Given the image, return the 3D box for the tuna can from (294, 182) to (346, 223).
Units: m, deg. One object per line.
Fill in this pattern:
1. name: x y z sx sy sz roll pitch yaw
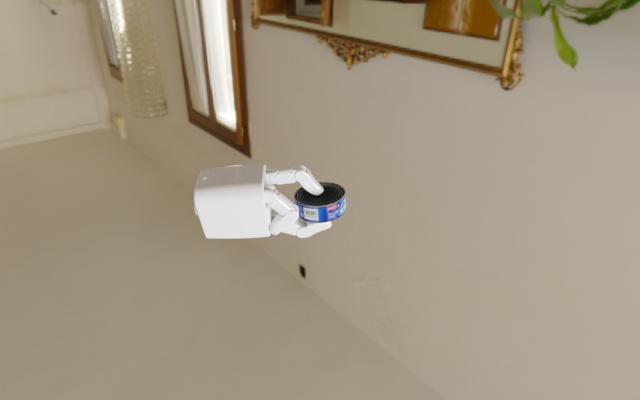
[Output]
1. tuna can: 0.000 0.003 0.803 0.086 0.034 0.086 -5 29 2
